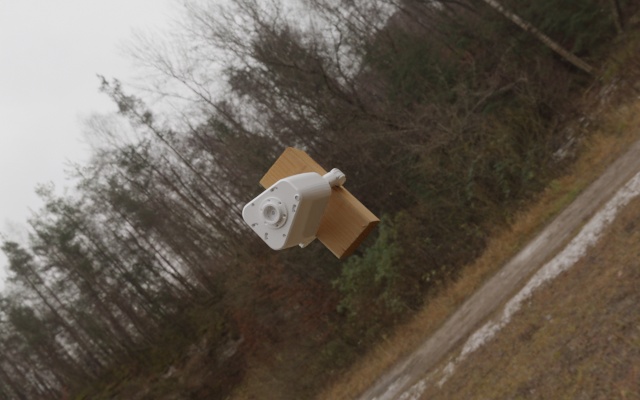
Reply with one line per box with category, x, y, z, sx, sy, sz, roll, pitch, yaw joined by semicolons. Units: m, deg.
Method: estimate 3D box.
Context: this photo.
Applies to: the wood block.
wood block;0.000;0.003;0.892;0.206;0.091;0.090;43;11;14
